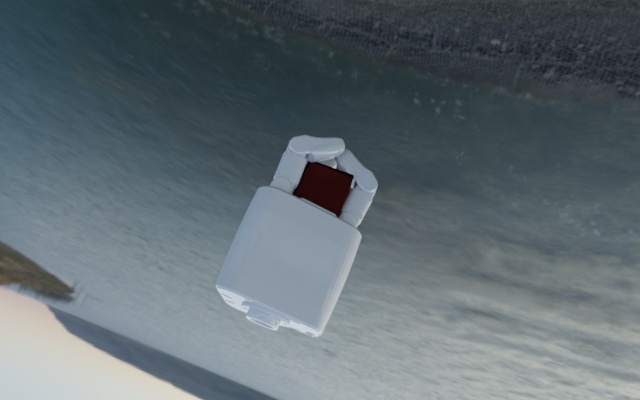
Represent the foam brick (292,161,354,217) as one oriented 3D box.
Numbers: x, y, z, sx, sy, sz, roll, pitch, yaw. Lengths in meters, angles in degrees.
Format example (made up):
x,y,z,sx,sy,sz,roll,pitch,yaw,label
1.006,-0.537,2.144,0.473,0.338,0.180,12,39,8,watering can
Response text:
x,y,z,sx,sy,sz,roll,pitch,yaw,label
0.000,0.002,0.516,0.053,0.051,0.078,20,-23,7,foam brick
